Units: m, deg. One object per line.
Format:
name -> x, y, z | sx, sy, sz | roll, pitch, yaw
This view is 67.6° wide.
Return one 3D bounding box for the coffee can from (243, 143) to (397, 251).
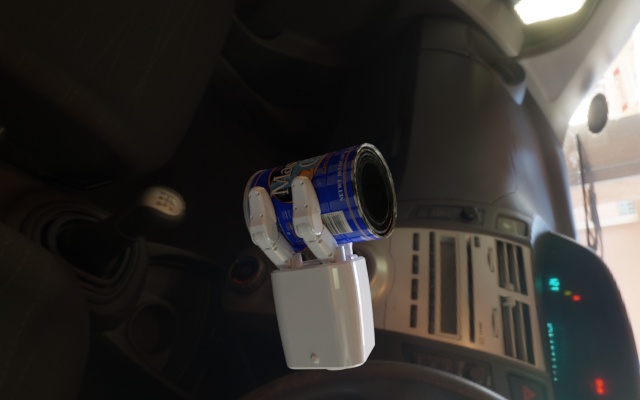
coffee can -> 0.000, 0.002, 0.535 | 0.140, 0.103, 0.103 | -12, -6, 30
